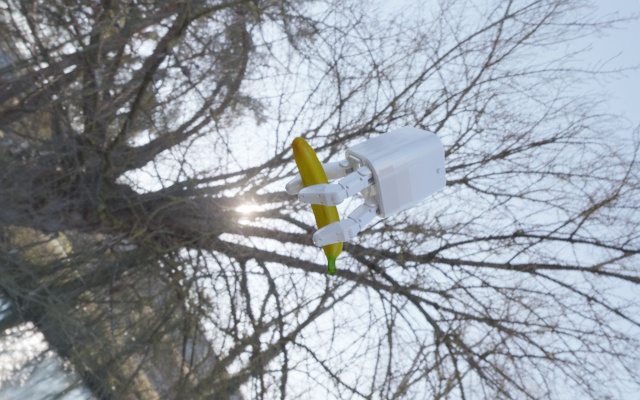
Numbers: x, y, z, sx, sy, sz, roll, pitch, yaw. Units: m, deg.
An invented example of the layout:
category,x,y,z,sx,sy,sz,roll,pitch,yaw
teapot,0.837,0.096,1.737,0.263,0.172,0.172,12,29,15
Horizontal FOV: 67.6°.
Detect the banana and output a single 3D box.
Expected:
category,x,y,z,sx,sy,sz,roll,pitch,yaw
banana,0.001,0.001,0.673,0.037,0.198,0.069,-16,14,4
